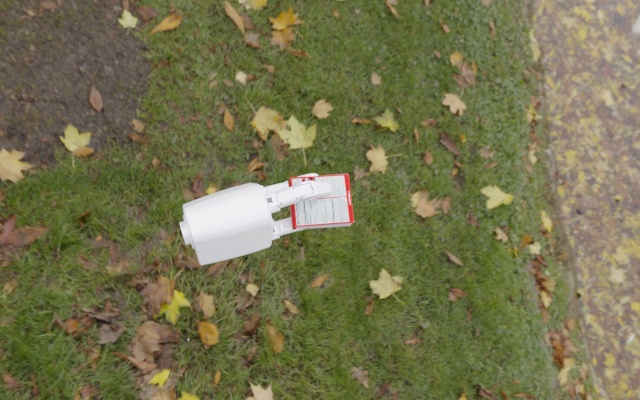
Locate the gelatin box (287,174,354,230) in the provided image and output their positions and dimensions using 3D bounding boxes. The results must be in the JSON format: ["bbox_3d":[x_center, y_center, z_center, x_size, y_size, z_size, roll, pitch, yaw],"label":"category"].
[{"bbox_3d":[0.001,0.002,0.689,0.089,0.073,0.030,-4,-13,-9],"label":"gelatin box"}]
